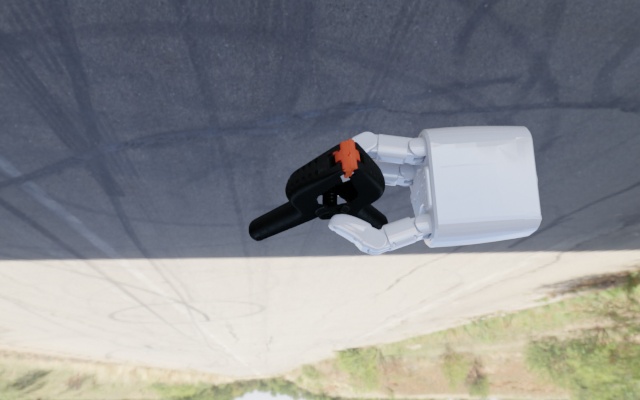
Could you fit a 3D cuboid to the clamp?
[{"bbox_3d":[0.000,0.002,0.483,0.164,0.036,0.210,-6,-21,-3],"label":"clamp"}]
